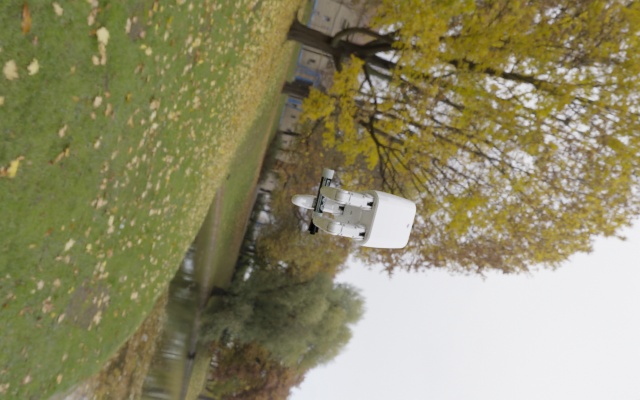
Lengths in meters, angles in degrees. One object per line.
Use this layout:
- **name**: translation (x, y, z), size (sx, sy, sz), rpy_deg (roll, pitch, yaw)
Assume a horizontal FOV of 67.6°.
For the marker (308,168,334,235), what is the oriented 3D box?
- **marker**: translation (0.000, 0.003, 0.854), size (0.020, 0.121, 0.020), rpy_deg (14, 5, -1)
